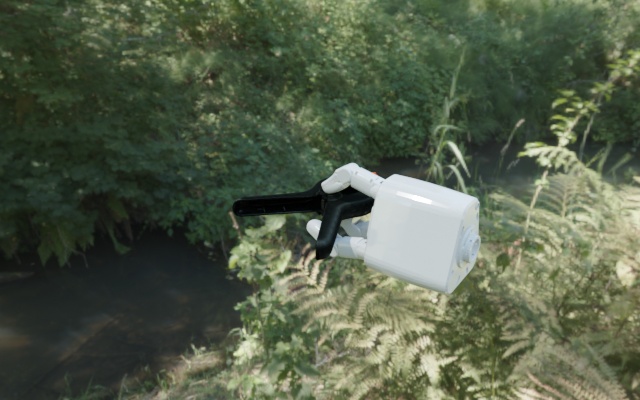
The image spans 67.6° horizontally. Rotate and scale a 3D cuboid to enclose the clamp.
[{"bbox_3d":[0.001,0.001,0.639,0.164,0.036,0.210,20,33,32],"label":"clamp"}]
